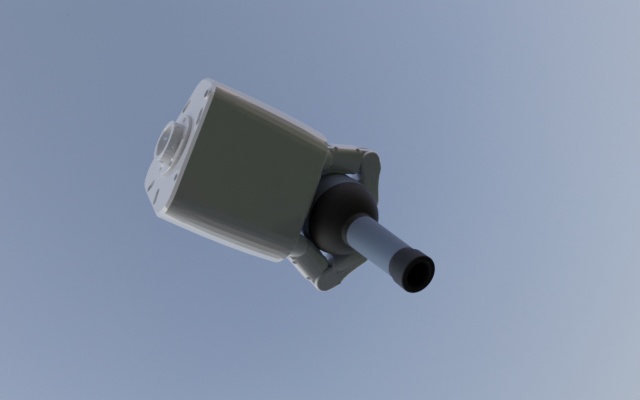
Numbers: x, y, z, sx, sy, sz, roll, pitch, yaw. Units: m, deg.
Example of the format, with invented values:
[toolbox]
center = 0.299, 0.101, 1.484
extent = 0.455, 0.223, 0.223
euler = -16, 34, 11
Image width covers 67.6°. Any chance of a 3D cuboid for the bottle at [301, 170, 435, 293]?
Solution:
[bottle]
center = 0.000, 0.001, 0.437
extent = 0.069, 0.069, 0.295
euler = 0, 19, -28
